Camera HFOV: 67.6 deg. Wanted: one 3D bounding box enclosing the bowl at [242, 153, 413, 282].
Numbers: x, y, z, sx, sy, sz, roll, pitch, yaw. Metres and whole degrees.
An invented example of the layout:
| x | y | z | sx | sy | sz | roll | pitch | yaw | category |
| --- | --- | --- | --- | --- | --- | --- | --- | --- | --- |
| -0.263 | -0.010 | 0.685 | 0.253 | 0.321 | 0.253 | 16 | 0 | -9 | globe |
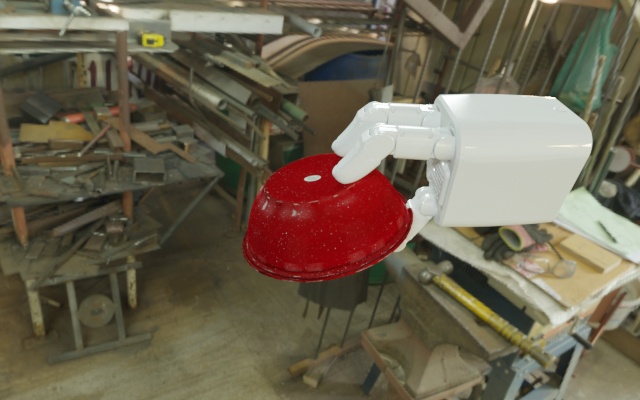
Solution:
| x | y | z | sx | sy | sz | roll | pitch | yaw | category |
| --- | --- | --- | --- | --- | --- | --- | --- | --- | --- |
| -0.001 | 0.001 | 0.433 | 0.162 | 0.055 | 0.162 | -11 | 29 | 6 | bowl |
